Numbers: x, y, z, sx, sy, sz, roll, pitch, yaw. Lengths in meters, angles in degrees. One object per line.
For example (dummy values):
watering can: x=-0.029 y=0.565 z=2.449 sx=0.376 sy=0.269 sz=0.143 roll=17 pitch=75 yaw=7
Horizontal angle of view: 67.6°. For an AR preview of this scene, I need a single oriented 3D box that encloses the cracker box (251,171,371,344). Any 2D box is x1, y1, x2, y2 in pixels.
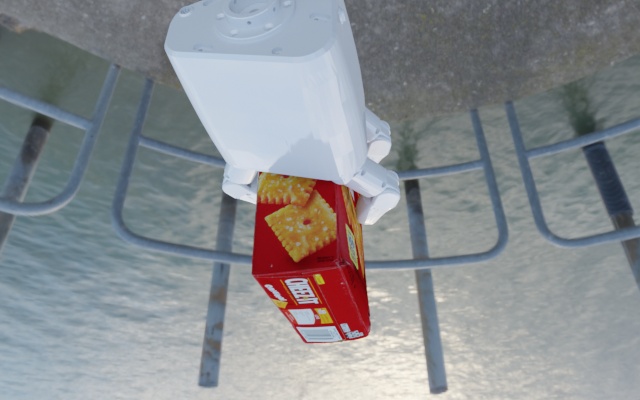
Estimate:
cracker box: x=0.000 y=0.002 z=0.436 sx=0.072 sy=0.213 sz=0.164 roll=-6 pitch=-34 yaw=10
